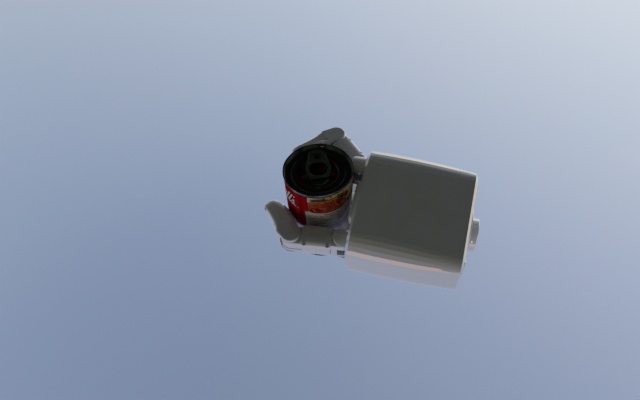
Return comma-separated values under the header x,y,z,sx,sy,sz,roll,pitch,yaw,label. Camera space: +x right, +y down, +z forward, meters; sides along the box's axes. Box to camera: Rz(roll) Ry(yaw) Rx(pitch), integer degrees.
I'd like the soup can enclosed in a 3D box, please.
x,y,z,sx,sy,sz,roll,pitch,yaw,label
0.000,0.002,0.487,0.068,0.068,0.102,0,-39,3,soup can
